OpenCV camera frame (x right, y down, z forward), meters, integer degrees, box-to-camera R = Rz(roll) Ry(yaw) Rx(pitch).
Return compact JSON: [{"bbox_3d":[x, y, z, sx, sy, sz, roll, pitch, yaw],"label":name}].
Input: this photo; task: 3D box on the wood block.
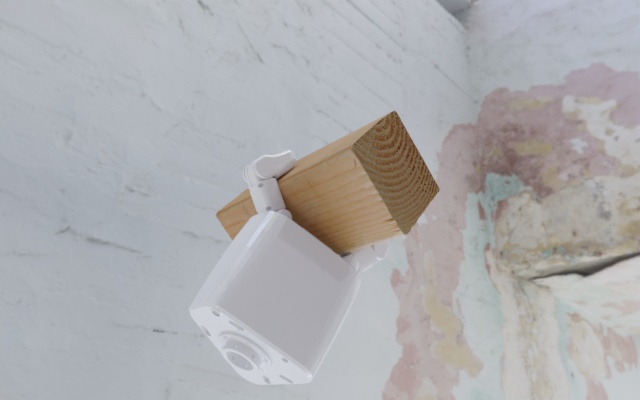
[{"bbox_3d":[0.000,0.002,0.485,0.206,0.091,0.090,-22,14,43],"label":"wood block"}]
